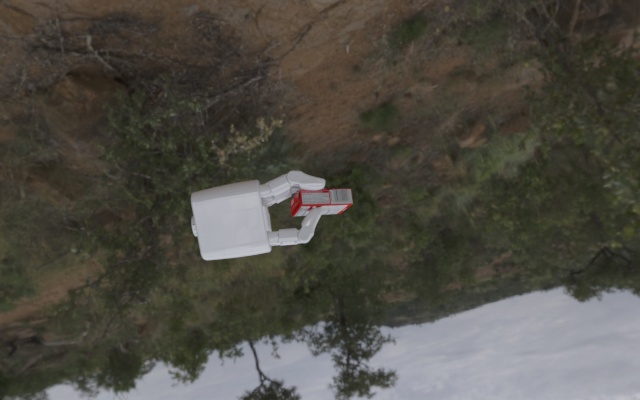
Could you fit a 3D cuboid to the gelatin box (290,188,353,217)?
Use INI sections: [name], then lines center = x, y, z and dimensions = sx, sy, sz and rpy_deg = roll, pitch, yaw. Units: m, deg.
[gelatin box]
center = 0.001, 0.003, 0.786
dimensions = 0.089, 0.030, 0.073
rpy_deg = -2, -14, -15
